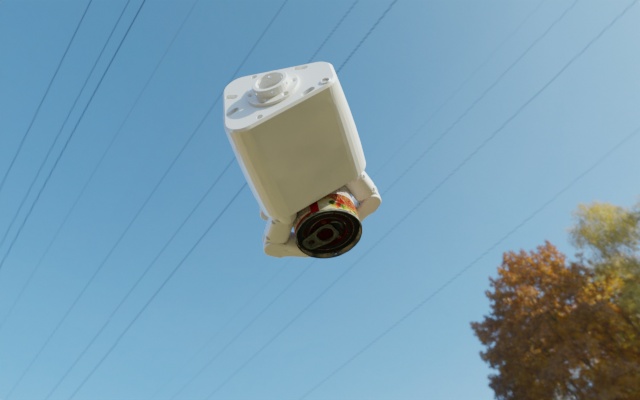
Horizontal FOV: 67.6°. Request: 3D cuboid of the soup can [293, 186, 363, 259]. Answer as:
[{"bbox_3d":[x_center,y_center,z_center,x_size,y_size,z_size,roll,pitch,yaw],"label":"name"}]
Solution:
[{"bbox_3d":[0.000,0.002,0.508,0.068,0.069,0.102,0,41,-13],"label":"soup can"}]
